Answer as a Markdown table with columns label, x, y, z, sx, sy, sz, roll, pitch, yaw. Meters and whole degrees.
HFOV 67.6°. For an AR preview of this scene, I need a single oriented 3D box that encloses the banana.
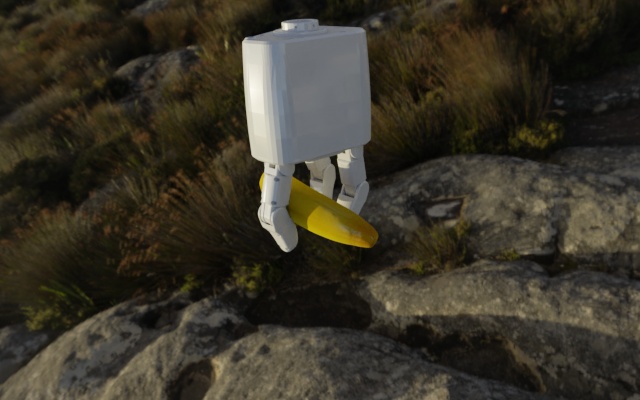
| label | x | y | z | sx | sy | sz | roll | pitch | yaw |
| --- | --- | --- | --- | --- | --- | --- | --- | --- | --- |
| banana | -0.018 | -0.001 | 0.490 | 0.069 | 0.037 | 0.197 | 6 | 15 | -29 |
